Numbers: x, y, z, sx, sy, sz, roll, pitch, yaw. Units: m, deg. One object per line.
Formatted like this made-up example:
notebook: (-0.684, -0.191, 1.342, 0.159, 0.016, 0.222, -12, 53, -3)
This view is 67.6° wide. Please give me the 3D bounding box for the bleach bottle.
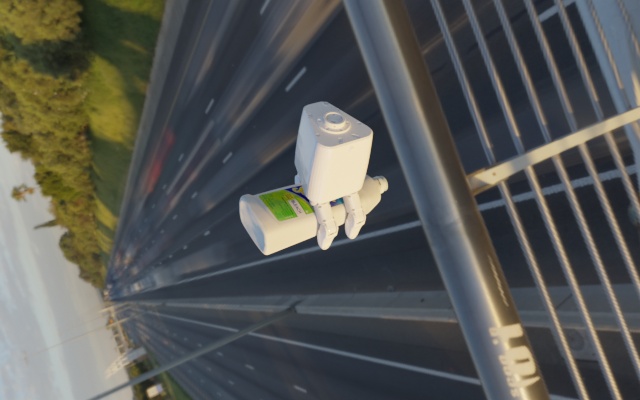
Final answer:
bleach bottle: (0.000, 0.003, 0.793, 0.251, 0.068, 0.102, -20, 51, -26)
